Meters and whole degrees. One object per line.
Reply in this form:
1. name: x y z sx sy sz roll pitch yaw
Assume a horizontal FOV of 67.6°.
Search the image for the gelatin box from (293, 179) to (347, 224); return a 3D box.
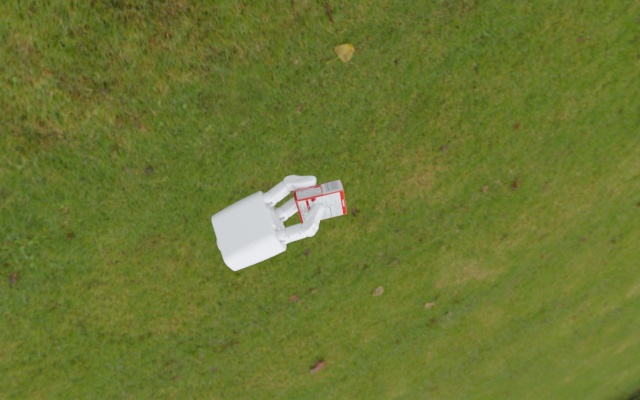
1. gelatin box: 0.001 0.003 0.874 0.089 0.030 0.073 -13 -38 -1
